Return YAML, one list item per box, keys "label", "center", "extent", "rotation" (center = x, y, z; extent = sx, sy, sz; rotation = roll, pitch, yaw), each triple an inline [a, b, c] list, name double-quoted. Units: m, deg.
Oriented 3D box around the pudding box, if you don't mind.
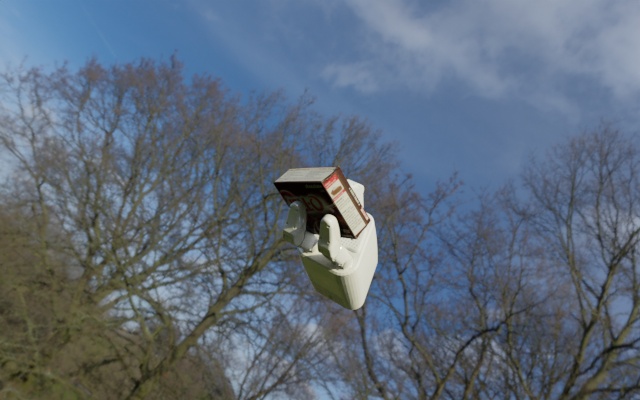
- label: "pudding box"
  center: [0.000, 0.002, 0.617]
  extent: [0.113, 0.090, 0.039]
  rotation: [-1, 39, 52]
